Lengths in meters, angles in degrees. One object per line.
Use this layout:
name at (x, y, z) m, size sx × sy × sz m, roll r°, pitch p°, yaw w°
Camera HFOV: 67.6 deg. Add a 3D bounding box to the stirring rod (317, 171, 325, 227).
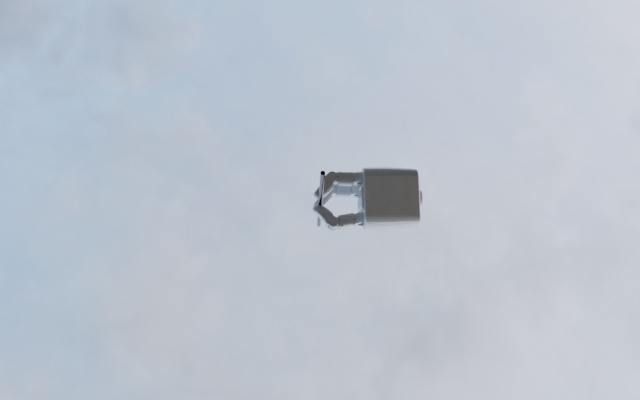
stirring rod at (0.000, 0.003, 0.886) m, size 0.011 × 0.011 × 0.240 m, roll 0°, pitch -23°, yaw -2°
